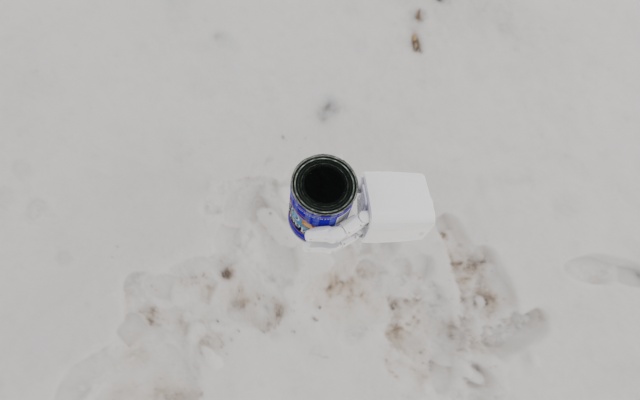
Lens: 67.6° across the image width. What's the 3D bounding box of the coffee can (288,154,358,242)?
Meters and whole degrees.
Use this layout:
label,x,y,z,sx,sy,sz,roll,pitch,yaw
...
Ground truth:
label,x,y,z,sx,sy,sz,roll,pitch,yaw
coffee can,0.000,0.003,0.775,0.103,0.102,0.140,0,-23,-5
